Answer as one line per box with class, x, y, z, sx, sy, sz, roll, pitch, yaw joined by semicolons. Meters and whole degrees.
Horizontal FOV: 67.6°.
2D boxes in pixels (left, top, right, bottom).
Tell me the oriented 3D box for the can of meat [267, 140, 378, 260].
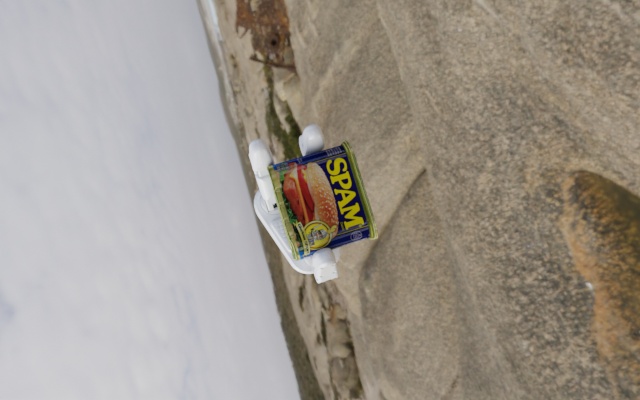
can of meat;0.000;0.002;0.475;0.084;0.102;0.057;-17;-2;-6
